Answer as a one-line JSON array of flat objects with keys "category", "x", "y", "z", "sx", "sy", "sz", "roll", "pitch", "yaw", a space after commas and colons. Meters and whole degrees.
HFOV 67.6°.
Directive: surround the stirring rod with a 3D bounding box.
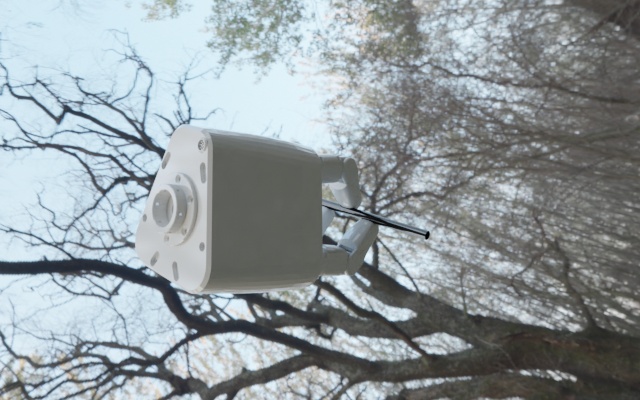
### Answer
[{"category": "stirring rod", "x": 0.000, "y": 0.002, "z": 0.471, "sx": 0.239, "sy": 0.011, "sz": 0.011, "roll": 17, "pitch": 11, "yaw": 40}]
